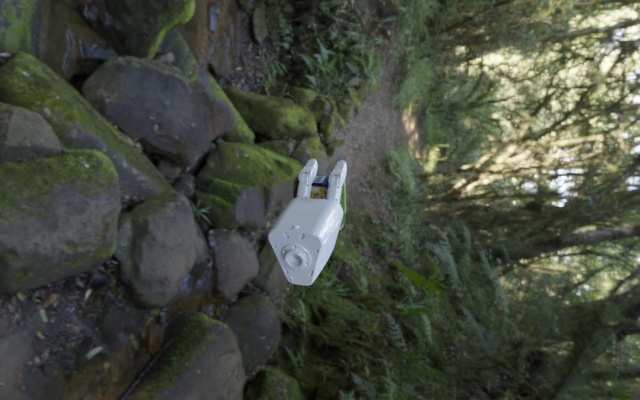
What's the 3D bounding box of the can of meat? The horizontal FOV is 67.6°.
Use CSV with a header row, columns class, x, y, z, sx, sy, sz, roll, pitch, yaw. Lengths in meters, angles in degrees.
class,x,y,z,sx,sy,sz,roll,pitch,yaw
can of meat,0.000,0.003,0.880,0.084,0.102,0.057,5,25,18
